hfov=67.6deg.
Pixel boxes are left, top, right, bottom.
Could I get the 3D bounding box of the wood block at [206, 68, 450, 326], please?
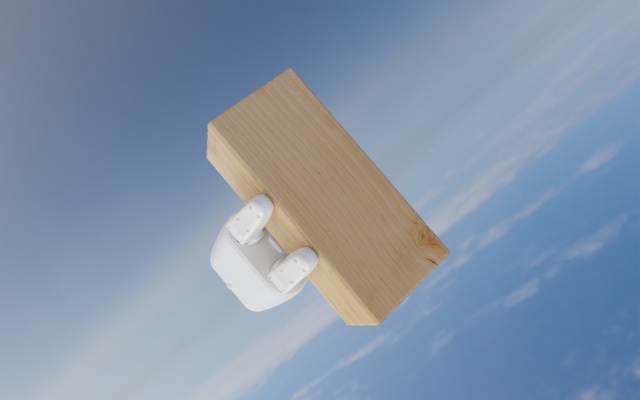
[{"bbox_3d":[0.000,0.001,0.425,0.091,0.206,0.090,-40,-2,-20],"label":"wood block"}]
